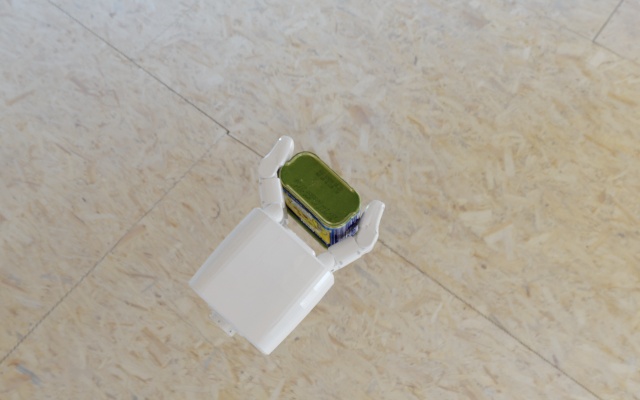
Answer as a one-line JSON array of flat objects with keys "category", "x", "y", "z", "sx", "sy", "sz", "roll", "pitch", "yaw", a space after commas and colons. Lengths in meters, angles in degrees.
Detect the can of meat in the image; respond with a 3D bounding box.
[{"category": "can of meat", "x": 0.000, "y": 0.002, "z": 0.545, "sx": 0.102, "sy": 0.057, "sz": 0.084, "roll": 42, "pitch": -15, "yaw": 17}]
